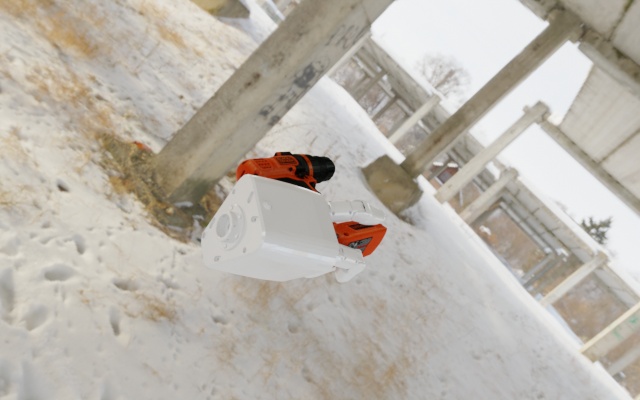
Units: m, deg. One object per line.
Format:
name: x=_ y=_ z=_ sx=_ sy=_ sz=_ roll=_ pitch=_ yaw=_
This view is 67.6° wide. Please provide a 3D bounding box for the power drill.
power drill: x=0.000 y=0.002 z=0.659 sx=0.184 sy=0.057 sz=0.187 roll=-12 pitch=47 yaw=-48
